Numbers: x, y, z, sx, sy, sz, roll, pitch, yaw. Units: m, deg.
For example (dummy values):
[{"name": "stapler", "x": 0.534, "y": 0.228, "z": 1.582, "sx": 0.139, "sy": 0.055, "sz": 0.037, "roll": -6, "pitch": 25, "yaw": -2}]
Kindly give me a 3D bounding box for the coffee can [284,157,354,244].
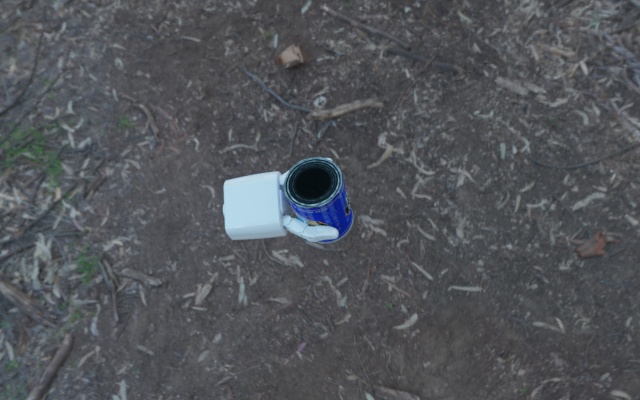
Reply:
[{"name": "coffee can", "x": 0.000, "y": 0.003, "z": 0.868, "sx": 0.103, "sy": 0.102, "sz": 0.140, "roll": 0, "pitch": -30, "yaw": 13}]
